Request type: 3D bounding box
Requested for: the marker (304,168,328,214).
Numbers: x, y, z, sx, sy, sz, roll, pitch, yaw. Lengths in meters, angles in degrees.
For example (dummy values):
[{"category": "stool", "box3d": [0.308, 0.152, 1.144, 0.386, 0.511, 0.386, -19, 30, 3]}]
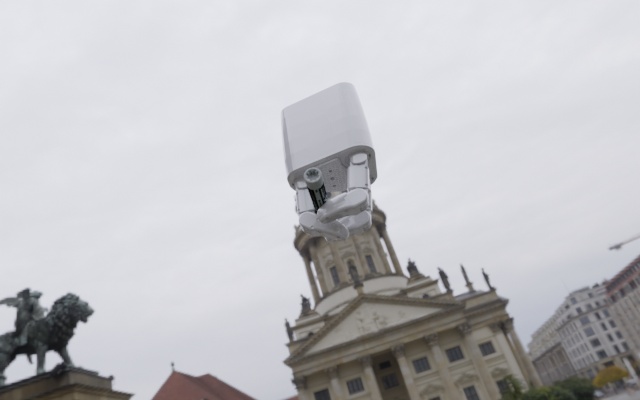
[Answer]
[{"category": "marker", "box3d": [0.000, 0.002, 0.542, 0.020, 0.020, 0.121, 0, -28, 9]}]
